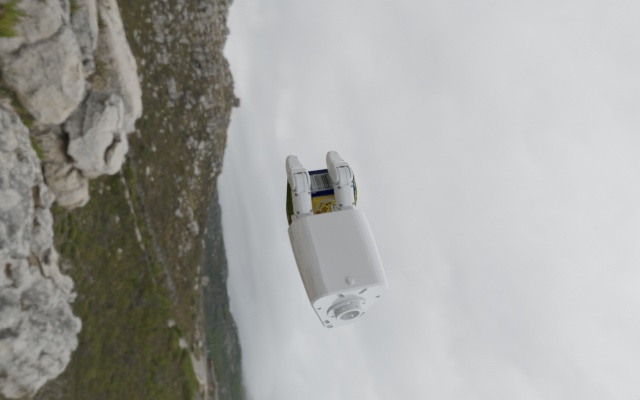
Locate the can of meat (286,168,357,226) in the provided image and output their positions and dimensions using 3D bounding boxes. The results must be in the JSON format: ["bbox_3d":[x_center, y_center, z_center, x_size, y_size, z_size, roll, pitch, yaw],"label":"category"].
[{"bbox_3d":[0.000,0.002,0.649,0.084,0.057,0.102,-8,-38,-13],"label":"can of meat"}]
